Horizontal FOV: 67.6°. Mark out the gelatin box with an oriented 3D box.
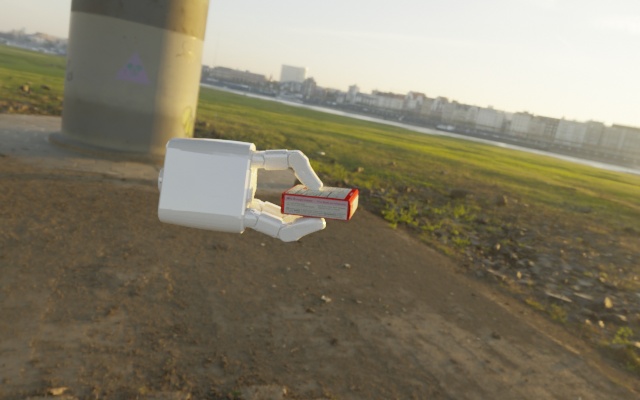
[{"bbox_3d":[0.000,0.002,0.621,0.089,0.030,0.073,5,12,11],"label":"gelatin box"}]
